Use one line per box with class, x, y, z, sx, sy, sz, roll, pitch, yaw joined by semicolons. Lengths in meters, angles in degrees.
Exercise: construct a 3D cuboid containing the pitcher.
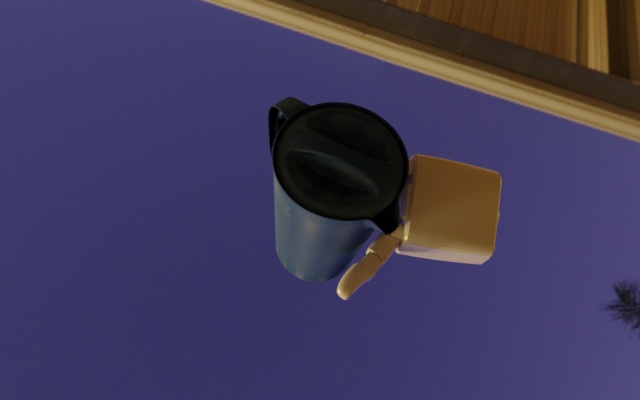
pitcher;0.000;0.002;0.559;0.145;0.149;0.243;8;-27;-4
